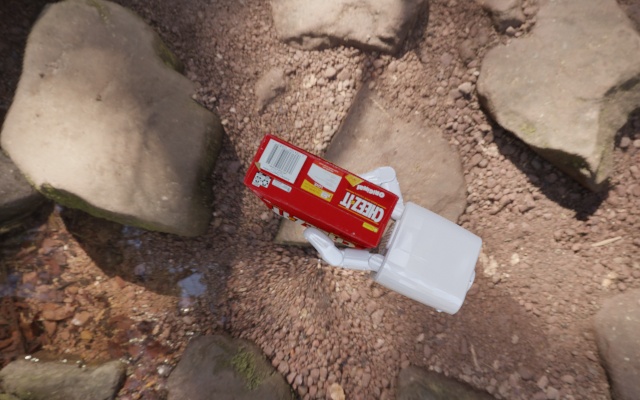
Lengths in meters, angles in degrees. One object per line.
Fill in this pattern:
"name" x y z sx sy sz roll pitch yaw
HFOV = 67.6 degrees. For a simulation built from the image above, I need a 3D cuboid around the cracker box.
"cracker box" 0.000 0.002 0.616 0.164 0.072 0.214 26 -6 3
